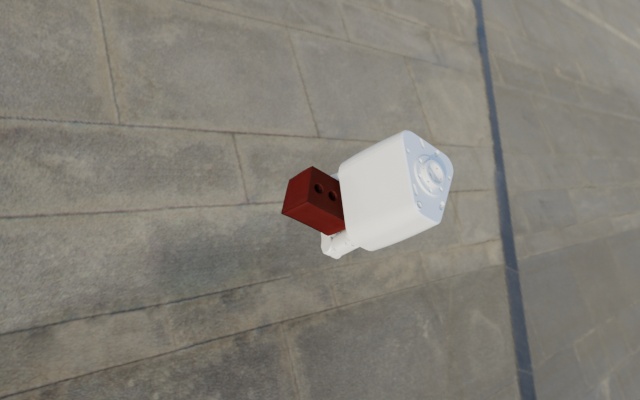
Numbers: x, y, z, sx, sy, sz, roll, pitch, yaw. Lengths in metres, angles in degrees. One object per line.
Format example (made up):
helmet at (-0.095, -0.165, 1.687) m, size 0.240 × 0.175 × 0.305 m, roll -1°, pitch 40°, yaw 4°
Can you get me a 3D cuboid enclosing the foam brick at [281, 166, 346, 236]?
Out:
foam brick at (0.000, 0.002, 0.600) m, size 0.078 × 0.053 × 0.051 m, roll 27°, pitch -34°, yaw -29°
